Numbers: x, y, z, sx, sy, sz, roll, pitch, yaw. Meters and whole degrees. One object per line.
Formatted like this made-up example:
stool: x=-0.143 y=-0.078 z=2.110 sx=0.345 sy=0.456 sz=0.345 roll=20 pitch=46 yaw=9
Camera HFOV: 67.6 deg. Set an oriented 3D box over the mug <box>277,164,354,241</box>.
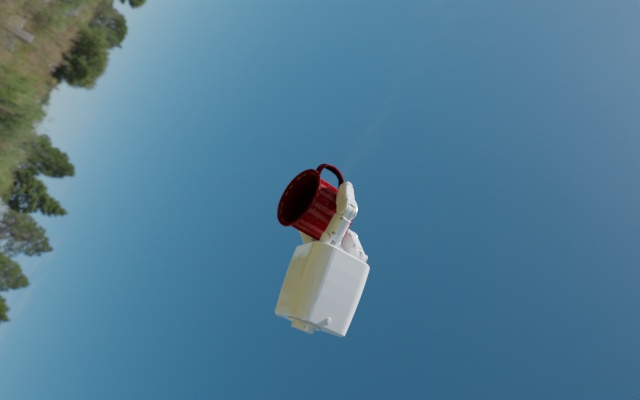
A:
mug: x=0.001 y=0.001 z=0.712 sx=0.081 sy=0.117 sz=0.093 roll=32 pitch=-21 yaw=-31
